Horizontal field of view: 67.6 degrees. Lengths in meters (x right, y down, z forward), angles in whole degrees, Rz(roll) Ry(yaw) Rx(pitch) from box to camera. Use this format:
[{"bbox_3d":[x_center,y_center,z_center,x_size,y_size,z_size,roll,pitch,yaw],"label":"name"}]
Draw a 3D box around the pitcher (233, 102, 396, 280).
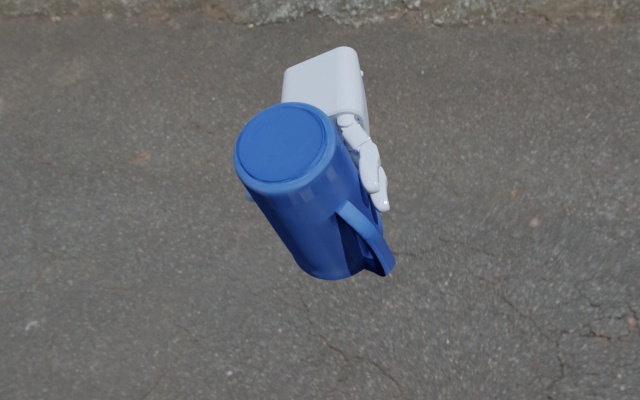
[{"bbox_3d":[0.000,0.002,0.562,0.149,0.145,0.243,-8,-28,12],"label":"pitcher"}]
